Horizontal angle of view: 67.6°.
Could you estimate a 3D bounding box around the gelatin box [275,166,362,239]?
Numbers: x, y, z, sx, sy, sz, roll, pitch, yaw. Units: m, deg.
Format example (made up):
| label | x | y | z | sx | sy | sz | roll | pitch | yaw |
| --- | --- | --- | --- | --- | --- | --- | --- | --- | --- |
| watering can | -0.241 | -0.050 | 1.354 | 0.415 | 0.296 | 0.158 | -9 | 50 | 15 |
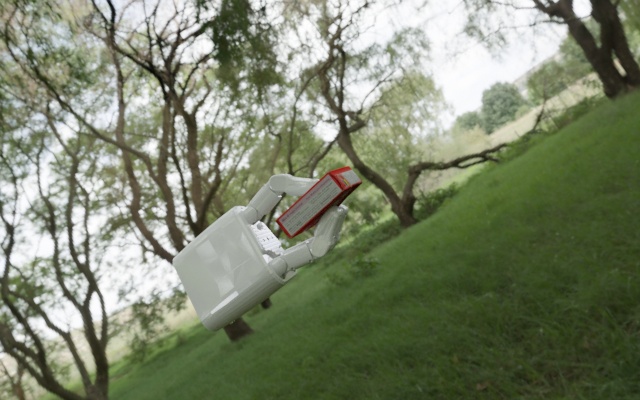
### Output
| label | x | y | z | sx | sy | sz | roll | pitch | yaw |
| --- | --- | --- | --- | --- | --- | --- | --- | --- | --- |
| gelatin box | 0.000 | 0.001 | 0.548 | 0.089 | 0.030 | 0.073 | -43 | -8 | 21 |
